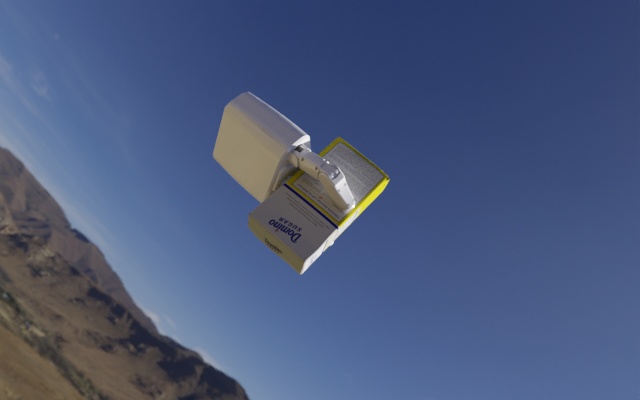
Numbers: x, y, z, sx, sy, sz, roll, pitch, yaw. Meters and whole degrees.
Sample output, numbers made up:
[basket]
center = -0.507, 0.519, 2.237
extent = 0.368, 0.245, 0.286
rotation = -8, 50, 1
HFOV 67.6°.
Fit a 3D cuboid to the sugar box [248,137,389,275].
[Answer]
[sugar box]
center = 0.000, 0.002, 0.614
extent = 0.176, 0.093, 0.048
rotation = -43, -15, -27
